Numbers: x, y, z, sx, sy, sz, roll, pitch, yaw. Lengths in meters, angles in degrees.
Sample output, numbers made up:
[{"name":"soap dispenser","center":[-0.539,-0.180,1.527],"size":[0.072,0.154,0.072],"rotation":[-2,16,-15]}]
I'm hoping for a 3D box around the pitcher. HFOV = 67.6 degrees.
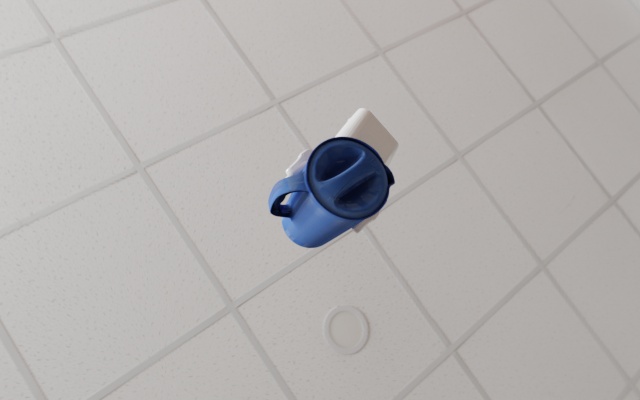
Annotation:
[{"name":"pitcher","center":[0.000,0.003,0.804],"size":[0.149,0.145,0.243],"rotation":[36,-26,-3]}]
